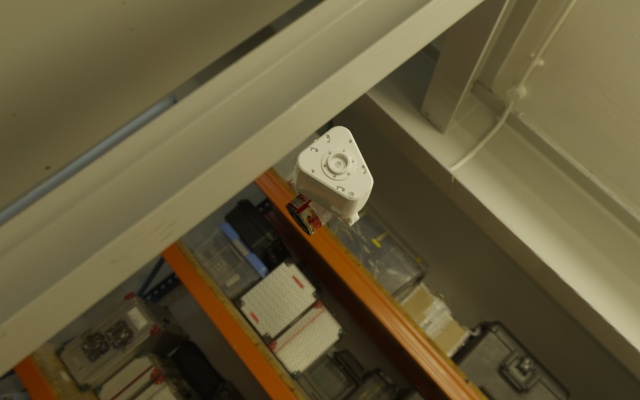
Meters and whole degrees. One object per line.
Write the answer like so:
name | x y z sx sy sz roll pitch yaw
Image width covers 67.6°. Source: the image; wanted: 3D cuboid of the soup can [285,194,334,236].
soup can | 0.000 0.003 0.818 0.102 0.068 0.068 -39 10 -12
